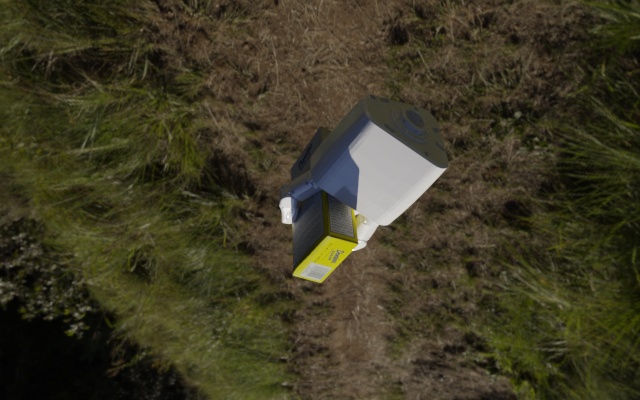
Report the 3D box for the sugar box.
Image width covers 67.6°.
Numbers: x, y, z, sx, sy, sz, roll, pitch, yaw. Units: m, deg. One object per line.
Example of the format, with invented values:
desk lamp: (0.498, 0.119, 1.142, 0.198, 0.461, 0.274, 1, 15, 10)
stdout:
sugar box: (0.001, 0.002, 0.595, 0.048, 0.176, 0.093, 19, -44, -21)
